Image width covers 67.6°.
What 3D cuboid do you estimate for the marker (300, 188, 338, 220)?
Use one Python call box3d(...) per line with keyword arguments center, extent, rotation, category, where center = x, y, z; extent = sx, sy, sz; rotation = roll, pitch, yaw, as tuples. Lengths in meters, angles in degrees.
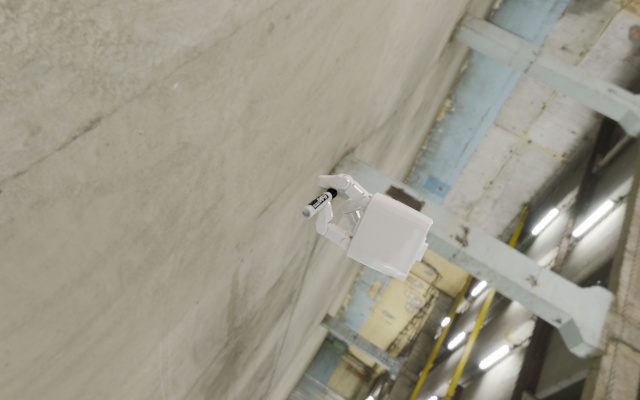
box3d(center=(0.000, 0.002, 0.763), extent=(0.020, 0.020, 0.121), rotation=(0, 16, 23), category="marker")
